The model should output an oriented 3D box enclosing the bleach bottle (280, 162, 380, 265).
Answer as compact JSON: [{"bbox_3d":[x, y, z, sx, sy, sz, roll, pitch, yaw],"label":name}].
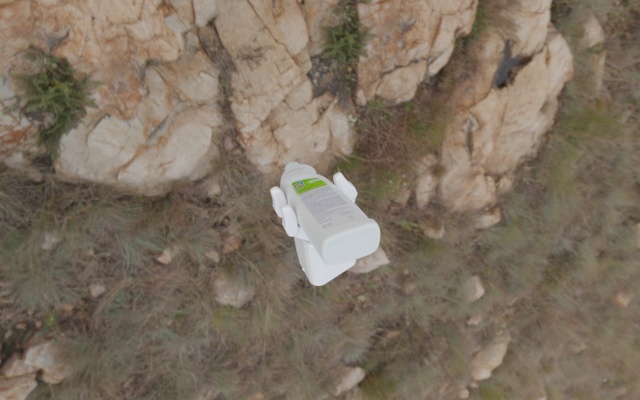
[{"bbox_3d":[0.000,0.003,0.820,0.102,0.068,0.250,-16,38,-16],"label":"bleach bottle"}]
